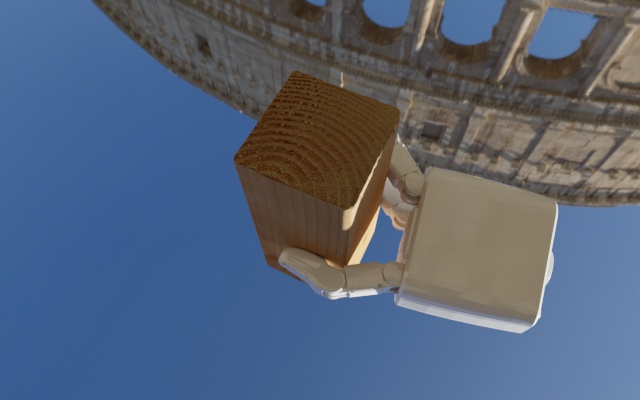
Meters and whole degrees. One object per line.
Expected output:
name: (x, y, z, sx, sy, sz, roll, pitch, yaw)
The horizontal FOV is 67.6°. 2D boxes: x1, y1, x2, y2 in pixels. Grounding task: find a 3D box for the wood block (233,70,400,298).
wood block: (0.000, 0.002, 0.416, 0.090, 0.090, 0.206, 23, -25, 12)
